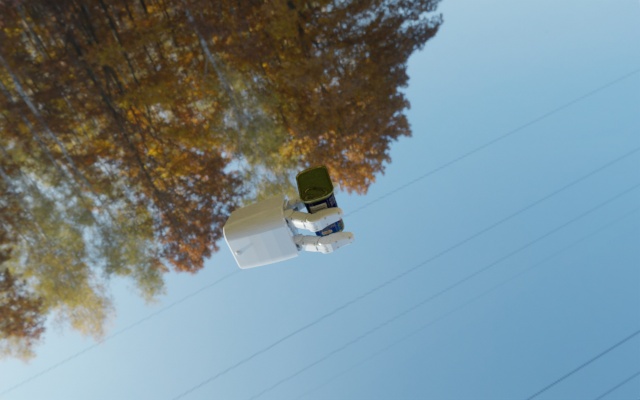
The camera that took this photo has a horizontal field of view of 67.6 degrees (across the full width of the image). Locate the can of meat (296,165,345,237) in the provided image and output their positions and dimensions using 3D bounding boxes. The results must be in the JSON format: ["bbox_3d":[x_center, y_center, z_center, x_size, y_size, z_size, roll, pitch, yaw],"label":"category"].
[{"bbox_3d":[0.000,0.003,0.815,0.057,0.084,0.102,-18,33,1],"label":"can of meat"}]
